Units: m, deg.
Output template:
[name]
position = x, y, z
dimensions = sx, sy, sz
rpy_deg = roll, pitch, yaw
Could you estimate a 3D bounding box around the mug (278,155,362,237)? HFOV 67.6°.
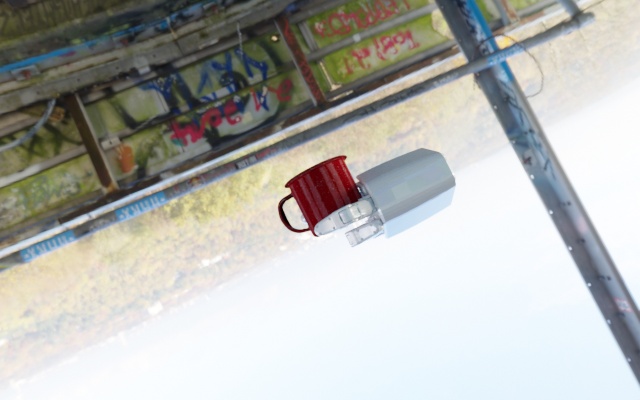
[mug]
position = -0.001, 0.003, 0.635
dimensions = 0.117, 0.081, 0.093
rpy_deg = -26, -6, 1
